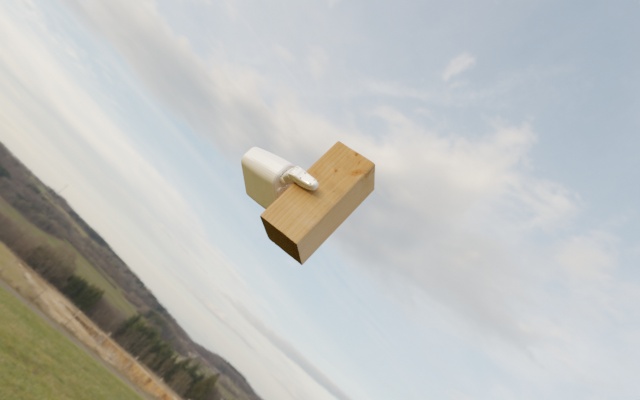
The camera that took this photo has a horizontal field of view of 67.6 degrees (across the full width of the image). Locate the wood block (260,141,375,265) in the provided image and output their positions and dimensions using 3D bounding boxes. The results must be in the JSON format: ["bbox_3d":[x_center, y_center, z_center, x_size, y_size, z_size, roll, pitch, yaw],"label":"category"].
[{"bbox_3d":[0.000,0.002,0.865,0.090,0.206,0.091,36,-22,24],"label":"wood block"}]
